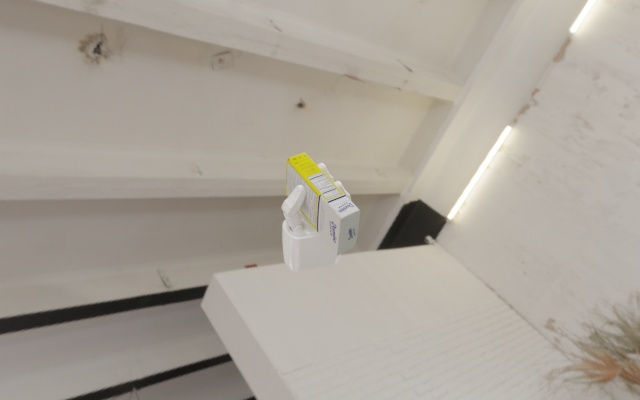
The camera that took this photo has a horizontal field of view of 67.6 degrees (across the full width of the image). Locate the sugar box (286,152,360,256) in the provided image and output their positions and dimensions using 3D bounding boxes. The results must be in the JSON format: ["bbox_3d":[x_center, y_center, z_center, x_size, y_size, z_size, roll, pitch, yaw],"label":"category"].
[{"bbox_3d":[0.001,0.003,0.835,0.048,0.093,0.176,-24,51,-26],"label":"sugar box"}]
